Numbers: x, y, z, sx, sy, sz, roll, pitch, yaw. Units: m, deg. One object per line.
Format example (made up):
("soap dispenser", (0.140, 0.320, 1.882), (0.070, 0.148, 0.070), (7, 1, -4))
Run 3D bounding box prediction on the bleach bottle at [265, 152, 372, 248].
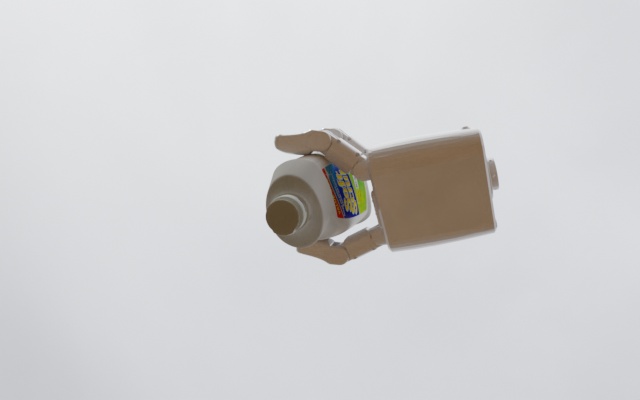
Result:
("bleach bottle", (0.000, 0.002, 0.495), (0.068, 0.102, 0.251), (-11, 7, 15))
